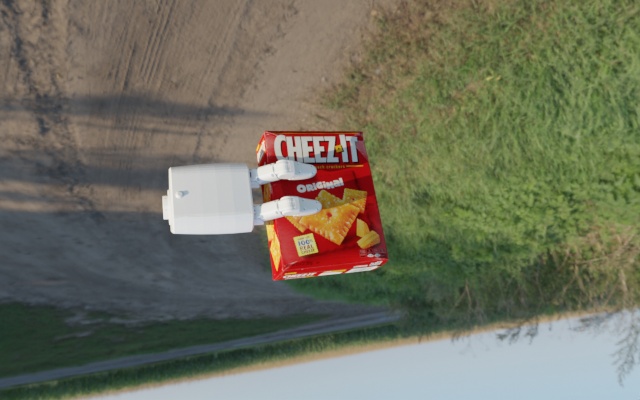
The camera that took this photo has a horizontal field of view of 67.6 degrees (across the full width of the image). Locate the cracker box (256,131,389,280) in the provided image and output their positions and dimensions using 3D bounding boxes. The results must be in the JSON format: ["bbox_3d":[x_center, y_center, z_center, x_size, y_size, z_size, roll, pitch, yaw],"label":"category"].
[{"bbox_3d":[0.000,0.003,0.718,0.164,0.213,0.072,-3,-19,-20],"label":"cracker box"}]
